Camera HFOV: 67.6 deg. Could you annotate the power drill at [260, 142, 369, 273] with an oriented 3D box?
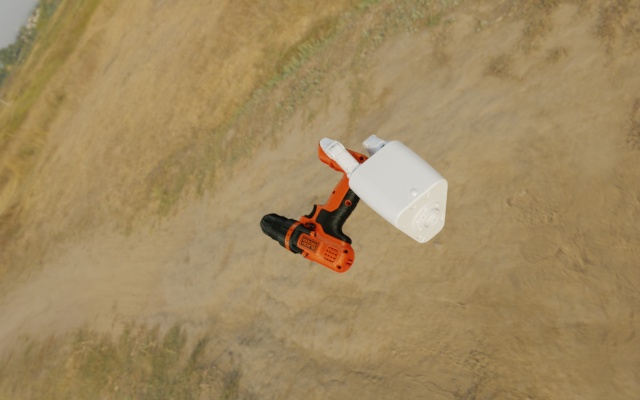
[{"bbox_3d":[0.000,0.002,0.772,0.184,0.187,0.057,23,1,31],"label":"power drill"}]
